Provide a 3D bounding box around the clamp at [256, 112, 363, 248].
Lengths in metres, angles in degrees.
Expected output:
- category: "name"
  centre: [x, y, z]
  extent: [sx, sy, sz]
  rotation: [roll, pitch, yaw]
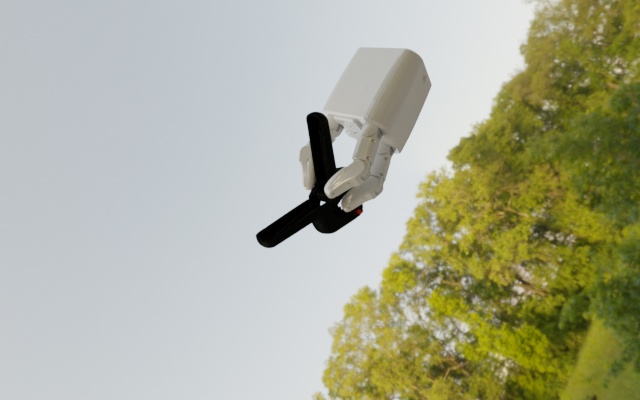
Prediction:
- category: "clamp"
  centre: [0.000, 0.002, 0.615]
  extent: [0.036, 0.164, 0.210]
  rotation: [24, -7, 29]
